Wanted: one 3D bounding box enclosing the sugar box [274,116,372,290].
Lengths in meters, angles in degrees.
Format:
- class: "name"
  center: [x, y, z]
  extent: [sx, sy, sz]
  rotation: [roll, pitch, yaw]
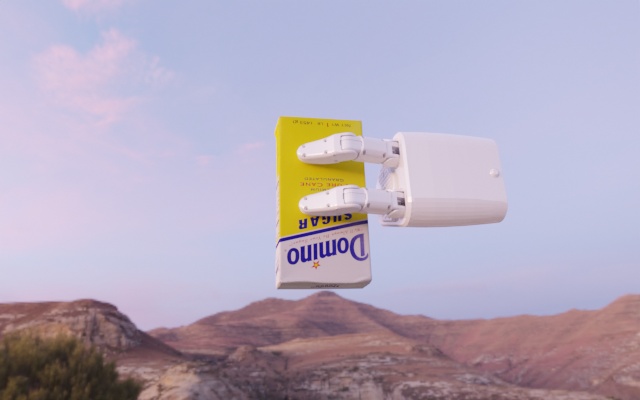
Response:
- class: "sugar box"
  center: [0.000, 0.001, 0.494]
  extent: [0.093, 0.176, 0.048]
  rotation: [1, -21, -10]
